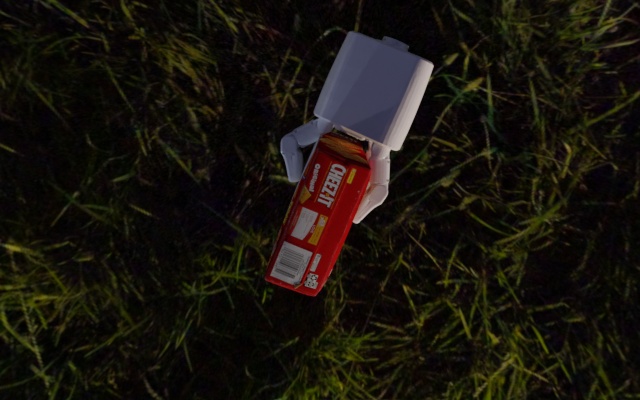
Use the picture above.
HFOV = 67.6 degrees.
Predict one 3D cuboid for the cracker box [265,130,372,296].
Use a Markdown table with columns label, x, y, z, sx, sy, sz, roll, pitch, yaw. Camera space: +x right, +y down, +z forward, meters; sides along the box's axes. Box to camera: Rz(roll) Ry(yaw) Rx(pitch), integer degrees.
| label | x | y | z | sx | sy | sz | roll | pitch | yaw |
| --- | --- | --- | --- | --- | --- | --- | --- | --- | --- |
| cracker box | 0.000 | 0.002 | 0.616 | 0.072 | 0.164 | 0.213 | 22 | 14 | -3 |
